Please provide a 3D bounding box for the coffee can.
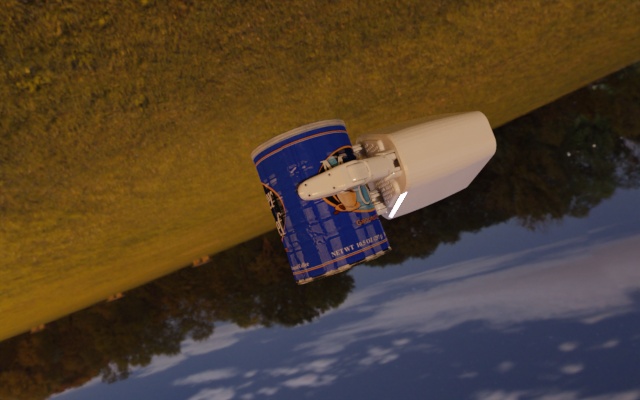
[{"bbox_3d":[0.000,0.002,0.489,0.103,0.140,0.103,-20,-4,-2],"label":"coffee can"}]
